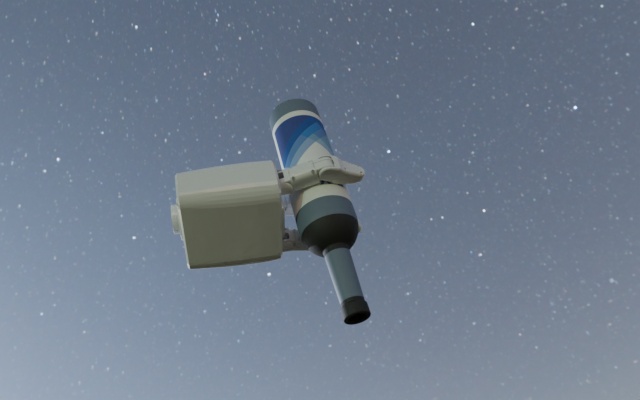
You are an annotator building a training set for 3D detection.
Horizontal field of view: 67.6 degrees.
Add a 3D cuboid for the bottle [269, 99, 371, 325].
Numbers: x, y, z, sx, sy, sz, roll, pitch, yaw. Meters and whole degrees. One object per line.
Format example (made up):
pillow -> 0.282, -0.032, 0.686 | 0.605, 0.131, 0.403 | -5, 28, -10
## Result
bottle -> 0.000, 0.002, 0.547 | 0.069, 0.295, 0.069 | -11, -38, -9
